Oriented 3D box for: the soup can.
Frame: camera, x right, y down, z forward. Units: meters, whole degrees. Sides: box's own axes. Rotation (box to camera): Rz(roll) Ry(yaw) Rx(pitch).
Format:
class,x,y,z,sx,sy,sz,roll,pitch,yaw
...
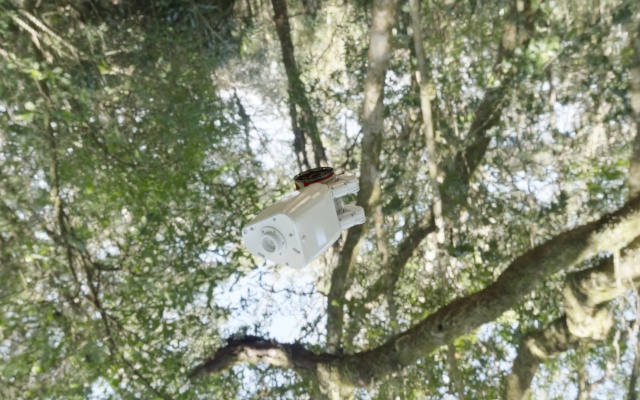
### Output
class,x,y,z,sx,sy,sz,roll,pitch,yaw
soup can,0.000,0.003,0.791,0.068,0.102,0.068,-13,18,4
